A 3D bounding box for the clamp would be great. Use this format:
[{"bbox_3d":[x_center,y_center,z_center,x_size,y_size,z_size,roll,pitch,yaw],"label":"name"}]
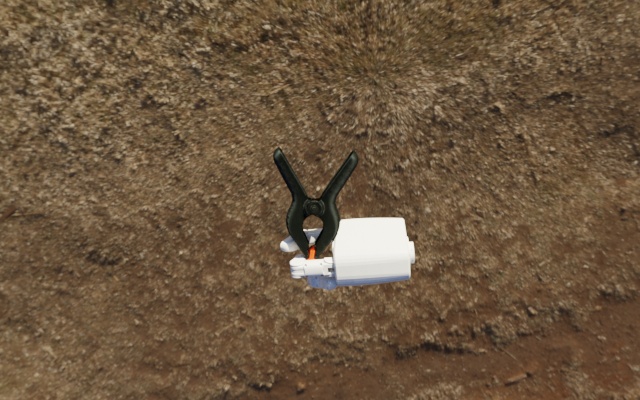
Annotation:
[{"bbox_3d":[0.000,0.003,0.693,0.120,0.171,0.039,-5,14,7],"label":"clamp"}]
